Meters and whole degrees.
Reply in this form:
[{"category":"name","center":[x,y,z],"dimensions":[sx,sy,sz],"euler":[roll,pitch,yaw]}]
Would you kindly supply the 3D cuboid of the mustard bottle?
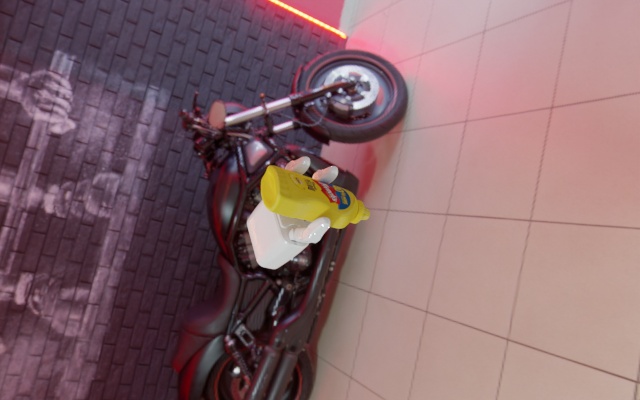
[{"category":"mustard bottle","center":[0.000,0.002,0.790],"dimensions":[0.192,0.058,0.096],"euler":[16,27,-28]}]
